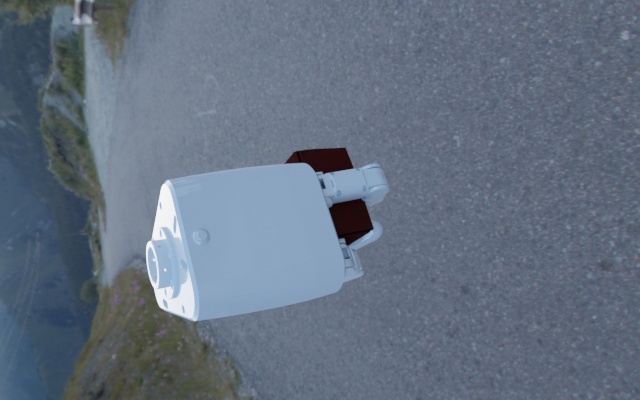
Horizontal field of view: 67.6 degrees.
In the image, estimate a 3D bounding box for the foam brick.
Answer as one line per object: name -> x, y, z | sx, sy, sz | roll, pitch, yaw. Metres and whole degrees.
foam brick -> 0.000, 0.001, 0.401 | 0.051, 0.078, 0.053 | -7, -19, -32
